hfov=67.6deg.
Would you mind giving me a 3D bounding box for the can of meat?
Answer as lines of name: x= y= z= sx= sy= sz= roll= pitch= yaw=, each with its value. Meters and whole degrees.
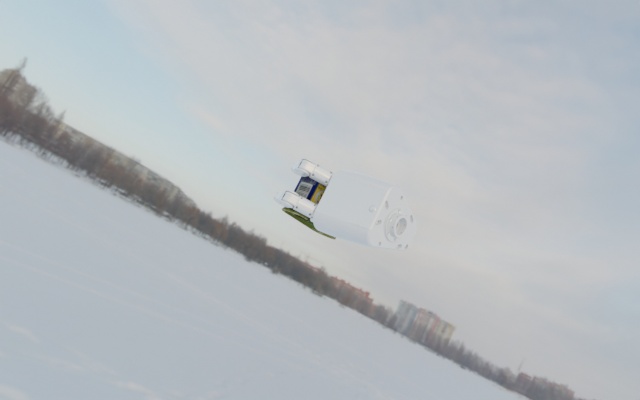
can of meat: x=0.000 y=0.002 z=0.766 sx=0.057 sy=0.084 sz=0.102 roll=17 pitch=-14 yaw=47
